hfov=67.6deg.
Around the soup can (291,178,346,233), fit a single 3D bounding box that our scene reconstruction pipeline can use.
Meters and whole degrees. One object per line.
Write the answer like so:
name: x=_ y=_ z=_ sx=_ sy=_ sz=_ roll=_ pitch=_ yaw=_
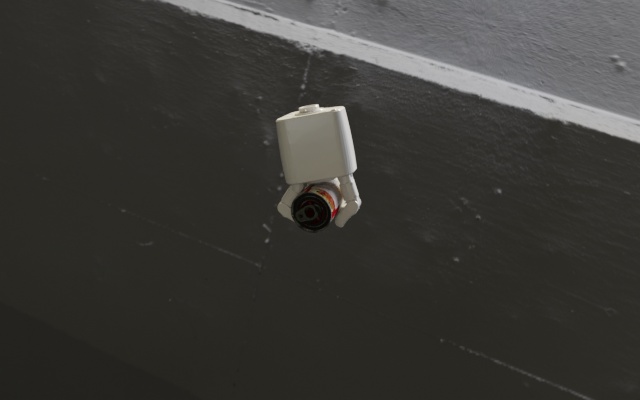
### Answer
soup can: x=0.000 y=0.003 z=0.790 sx=0.068 sy=0.068 sz=0.102 roll=0 pitch=19 yaw=19
